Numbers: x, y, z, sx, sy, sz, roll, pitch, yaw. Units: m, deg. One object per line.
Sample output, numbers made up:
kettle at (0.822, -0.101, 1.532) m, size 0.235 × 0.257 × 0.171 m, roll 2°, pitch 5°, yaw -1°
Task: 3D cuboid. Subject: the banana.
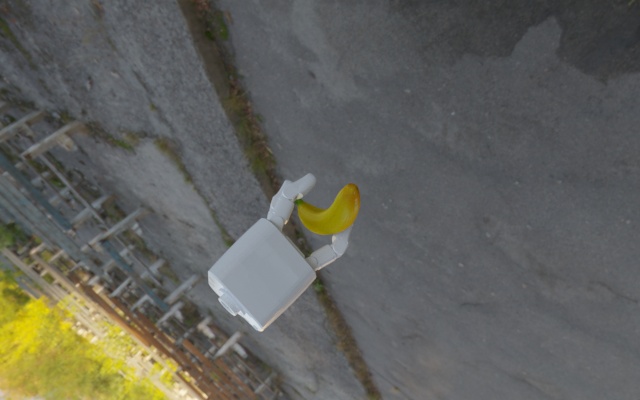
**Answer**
banana at (0.009, 0.017, 0.674) m, size 0.037 × 0.069 × 0.198 m, roll -42°, pitch 15°, yaw -23°
